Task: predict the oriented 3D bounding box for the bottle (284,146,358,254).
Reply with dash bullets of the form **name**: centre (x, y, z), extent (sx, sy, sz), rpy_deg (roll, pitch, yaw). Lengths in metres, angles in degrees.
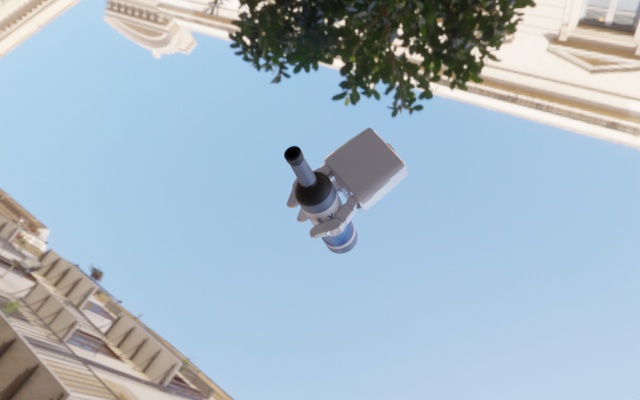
- **bottle**: centre (0.000, 0.003, 0.829), extent (0.069, 0.069, 0.296), rpy_deg (0, -30, 19)
